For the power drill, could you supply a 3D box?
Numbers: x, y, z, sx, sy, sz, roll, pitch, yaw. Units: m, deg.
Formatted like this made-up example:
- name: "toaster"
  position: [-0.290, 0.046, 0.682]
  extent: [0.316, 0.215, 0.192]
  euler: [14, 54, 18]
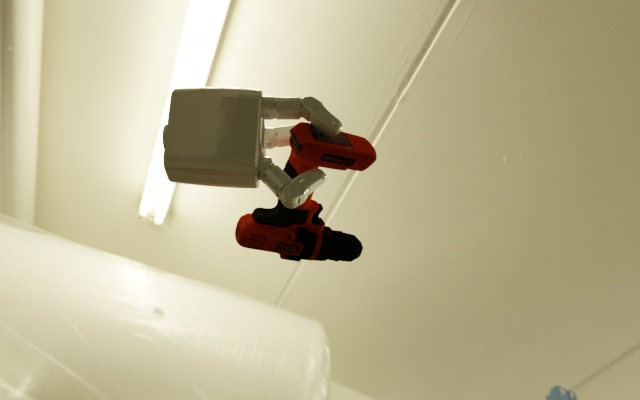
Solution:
- name: "power drill"
  position: [0.000, 0.002, 0.619]
  extent: [0.184, 0.188, 0.057]
  euler: [11, 32, -24]
